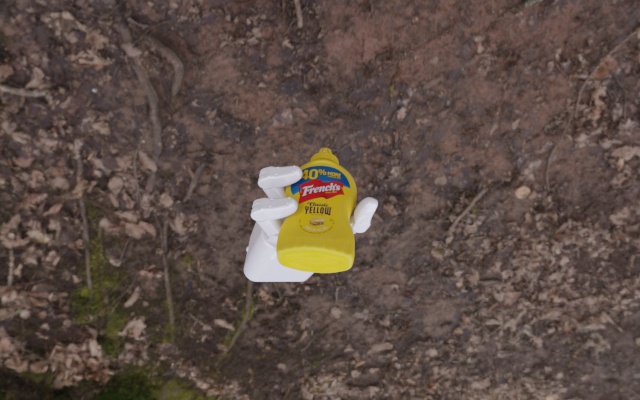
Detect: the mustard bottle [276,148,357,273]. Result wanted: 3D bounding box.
[{"bbox_3d":[0.000,0.002,0.640,0.096,0.191,0.058,2,-40,4],"label":"mustard bottle"}]
